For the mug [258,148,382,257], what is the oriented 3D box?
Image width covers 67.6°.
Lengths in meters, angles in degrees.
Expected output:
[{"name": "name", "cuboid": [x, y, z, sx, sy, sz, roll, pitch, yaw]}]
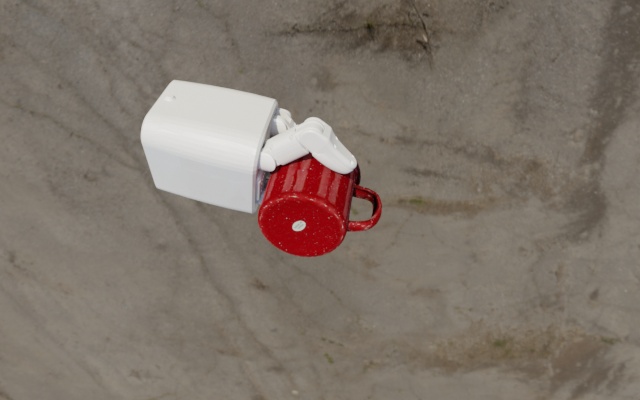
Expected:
[{"name": "mug", "cuboid": [0.001, 0.002, 0.453, 0.117, 0.093, 0.081, 13, 43, -1]}]
